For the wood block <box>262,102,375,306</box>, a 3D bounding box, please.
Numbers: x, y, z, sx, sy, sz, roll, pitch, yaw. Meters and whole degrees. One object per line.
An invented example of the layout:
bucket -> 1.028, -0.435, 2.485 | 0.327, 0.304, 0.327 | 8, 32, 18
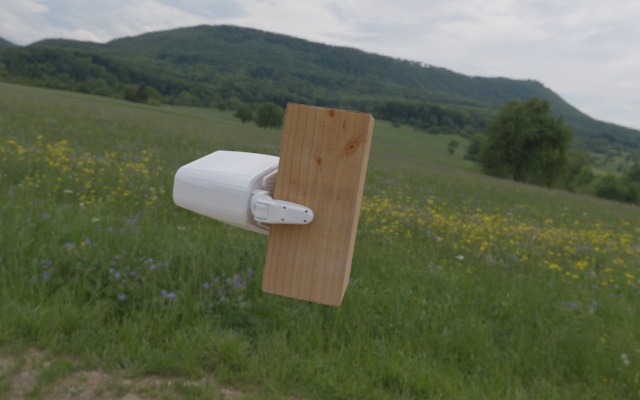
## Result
wood block -> 0.000, 0.002, 0.543 | 0.090, 0.206, 0.091 | 10, 8, 9
